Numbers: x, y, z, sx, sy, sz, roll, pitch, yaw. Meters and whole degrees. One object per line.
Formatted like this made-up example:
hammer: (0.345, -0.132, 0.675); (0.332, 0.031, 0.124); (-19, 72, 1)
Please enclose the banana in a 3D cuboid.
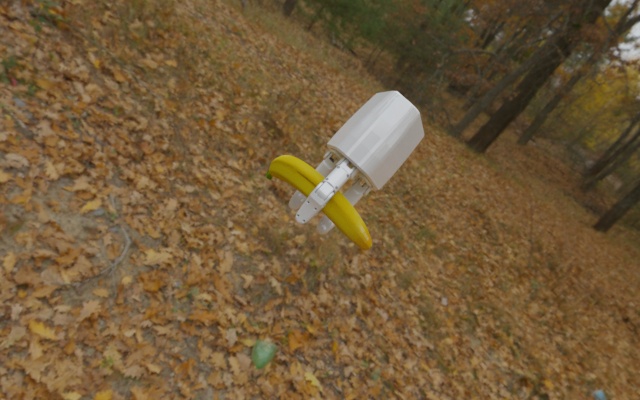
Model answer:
banana: (-0.005, -0.009, 0.642); (0.197, 0.037, 0.070); (38, -18, 27)
